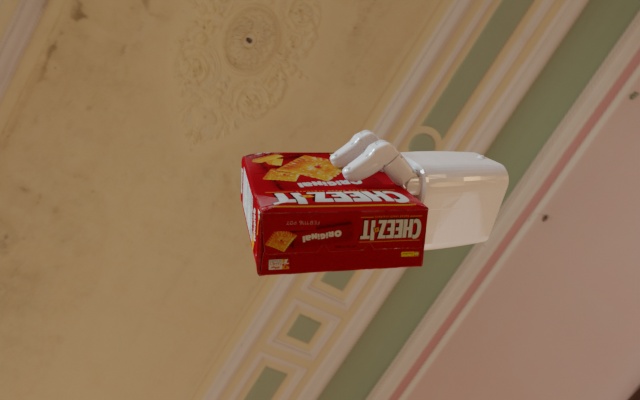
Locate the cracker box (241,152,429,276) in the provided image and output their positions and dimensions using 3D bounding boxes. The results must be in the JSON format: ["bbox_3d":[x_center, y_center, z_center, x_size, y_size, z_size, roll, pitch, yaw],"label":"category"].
[{"bbox_3d":[0.000,0.002,0.535,0.164,0.072,0.213,-2,19,-13],"label":"cracker box"}]
